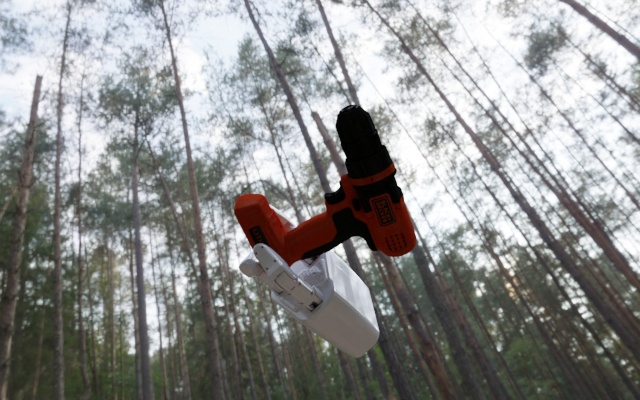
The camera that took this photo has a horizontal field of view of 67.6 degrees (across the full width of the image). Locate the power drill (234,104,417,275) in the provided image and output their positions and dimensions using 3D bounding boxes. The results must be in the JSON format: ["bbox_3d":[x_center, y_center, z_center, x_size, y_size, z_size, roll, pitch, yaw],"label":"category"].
[{"bbox_3d":[0.000,0.002,0.549,0.187,0.184,0.057,-18,18,14],"label":"power drill"}]
